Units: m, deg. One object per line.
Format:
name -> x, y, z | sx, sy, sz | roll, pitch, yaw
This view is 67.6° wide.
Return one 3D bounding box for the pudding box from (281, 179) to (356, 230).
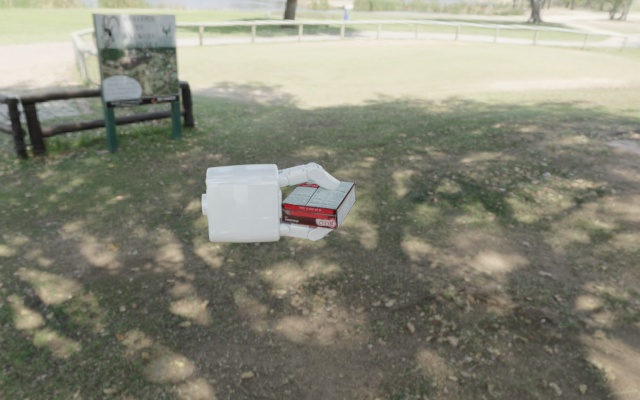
pudding box -> 0.000, 0.002, 0.752 | 0.090, 0.039, 0.113 | 8, 28, 17
